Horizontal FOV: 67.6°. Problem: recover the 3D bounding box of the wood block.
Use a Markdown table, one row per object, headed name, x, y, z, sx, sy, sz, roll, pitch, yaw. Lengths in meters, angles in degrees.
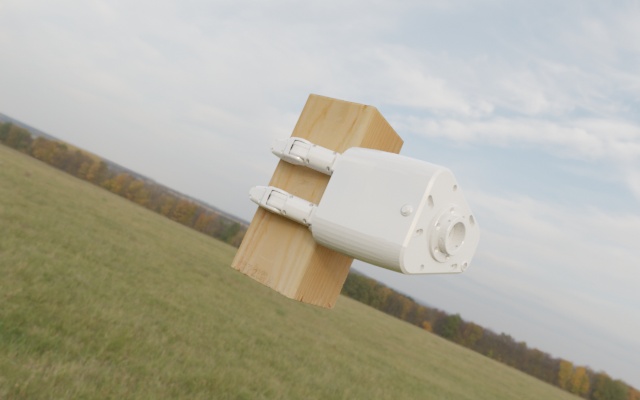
| name | x | y | z | sx | sy | sz | roll | pitch | yaw |
| --- | --- | --- | --- | --- | --- | --- | --- | --- | --- |
| wood block | 0.001 | 0.002 | 0.524 | 0.090 | 0.206 | 0.091 | 20 | -8 | 35 |
